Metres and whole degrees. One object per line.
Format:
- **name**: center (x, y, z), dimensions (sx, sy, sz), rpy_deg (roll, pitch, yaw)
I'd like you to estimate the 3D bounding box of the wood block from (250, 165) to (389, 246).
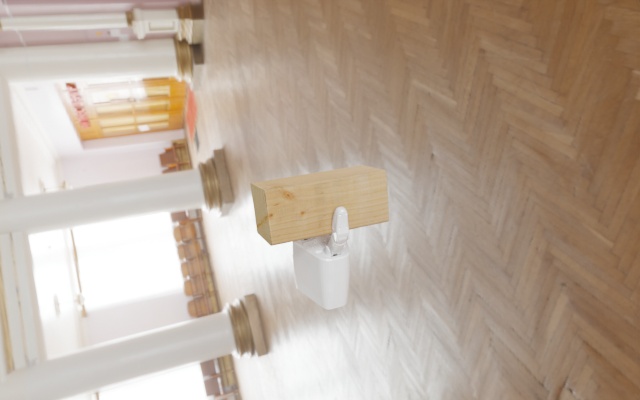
- **wood block**: center (0.000, 0.003, 0.790), dimensions (0.206, 0.090, 0.091), rpy_deg (-11, 14, -20)
